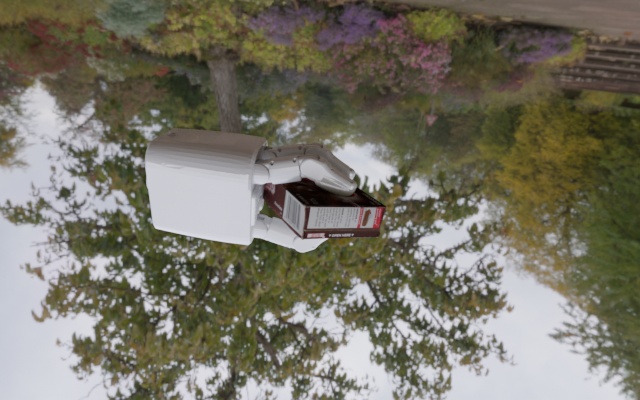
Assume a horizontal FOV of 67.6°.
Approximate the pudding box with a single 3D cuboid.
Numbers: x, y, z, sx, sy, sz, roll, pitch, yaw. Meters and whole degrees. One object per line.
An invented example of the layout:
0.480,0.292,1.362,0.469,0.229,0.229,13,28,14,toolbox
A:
0.000,0.002,0.498,0.090,0.039,0.113,0,23,-27,pudding box
